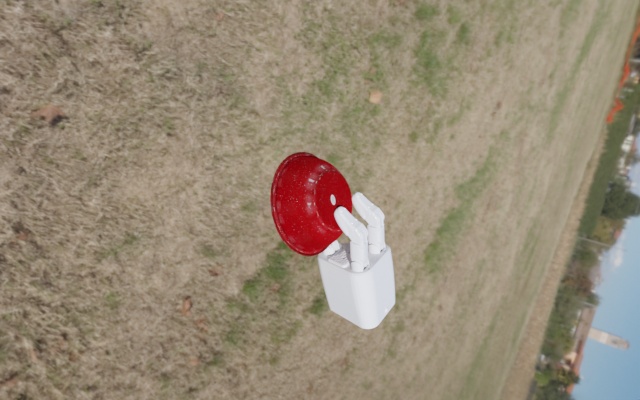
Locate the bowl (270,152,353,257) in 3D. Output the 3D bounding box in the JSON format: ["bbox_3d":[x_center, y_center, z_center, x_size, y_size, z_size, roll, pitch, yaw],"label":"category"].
[{"bbox_3d":[0.000,0.001,0.718,0.055,0.162,0.162,-8,-5,39],"label":"bowl"}]
